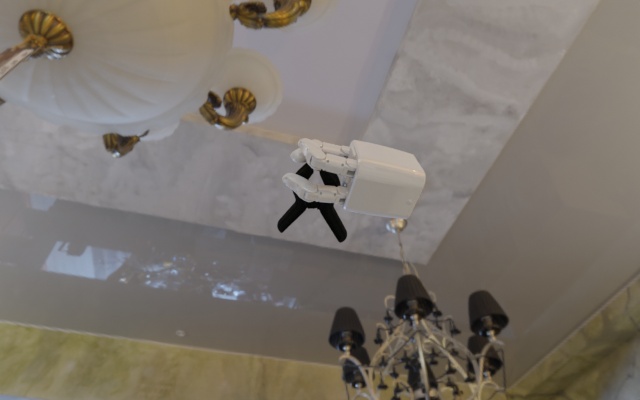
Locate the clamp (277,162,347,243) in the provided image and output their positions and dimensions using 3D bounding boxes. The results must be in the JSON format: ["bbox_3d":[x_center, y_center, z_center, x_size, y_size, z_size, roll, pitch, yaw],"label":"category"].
[{"bbox_3d":[0.000,0.002,0.780,0.120,0.172,0.039,12,41,-6],"label":"clamp"}]
